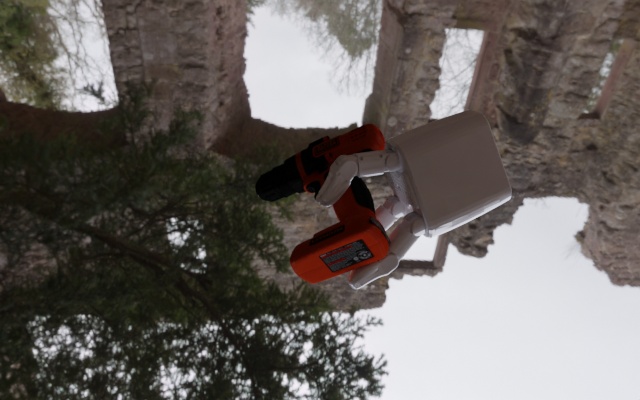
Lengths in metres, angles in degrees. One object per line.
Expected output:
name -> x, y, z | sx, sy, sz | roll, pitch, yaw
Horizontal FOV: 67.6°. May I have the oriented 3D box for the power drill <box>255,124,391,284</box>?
power drill -> 0.000, 0.002, 0.569 | 0.184, 0.187, 0.057 | -24, -47, 18
